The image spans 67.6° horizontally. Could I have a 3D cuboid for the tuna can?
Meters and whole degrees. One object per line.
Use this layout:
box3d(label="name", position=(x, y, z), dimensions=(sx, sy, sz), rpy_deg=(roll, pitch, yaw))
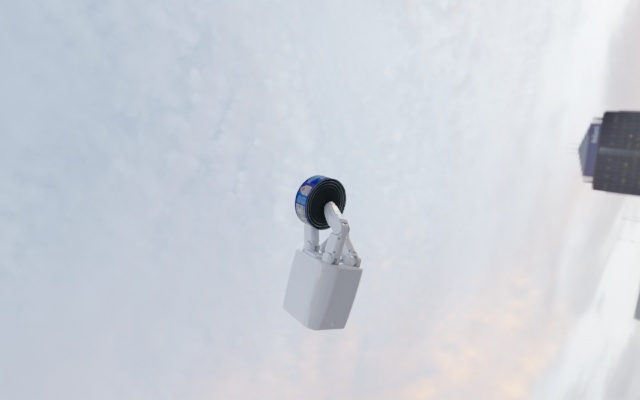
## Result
box3d(label="tuna can", position=(0.000, 0.002, 0.773), dimensions=(0.086, 0.086, 0.033), rpy_deg=(0, 15, -43))
